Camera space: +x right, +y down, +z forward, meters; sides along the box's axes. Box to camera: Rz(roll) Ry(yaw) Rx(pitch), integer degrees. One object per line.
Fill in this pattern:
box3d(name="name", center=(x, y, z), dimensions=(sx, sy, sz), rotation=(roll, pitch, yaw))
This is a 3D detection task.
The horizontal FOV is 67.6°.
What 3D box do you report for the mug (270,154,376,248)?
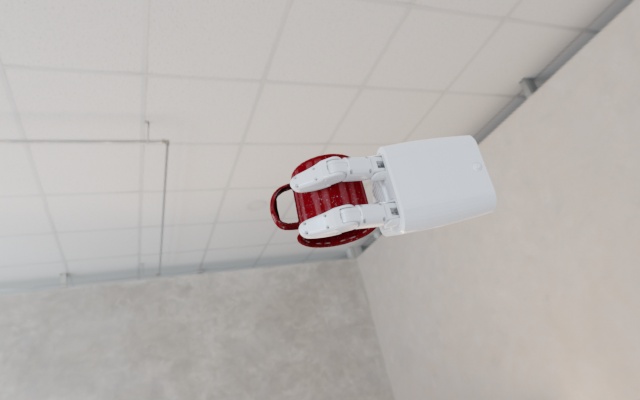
box3d(name="mug", center=(-0.001, 0.002, 0.549), dimensions=(0.117, 0.081, 0.093), rotation=(-9, -24, -7))
